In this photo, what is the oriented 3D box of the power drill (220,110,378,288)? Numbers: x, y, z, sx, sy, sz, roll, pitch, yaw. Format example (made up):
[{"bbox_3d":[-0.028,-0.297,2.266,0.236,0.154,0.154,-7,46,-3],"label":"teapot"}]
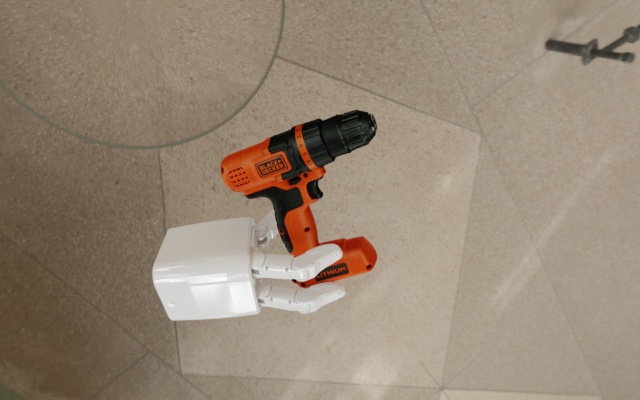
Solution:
[{"bbox_3d":[0.000,0.002,0.553,0.184,0.188,0.057,-17,21,18],"label":"power drill"}]
